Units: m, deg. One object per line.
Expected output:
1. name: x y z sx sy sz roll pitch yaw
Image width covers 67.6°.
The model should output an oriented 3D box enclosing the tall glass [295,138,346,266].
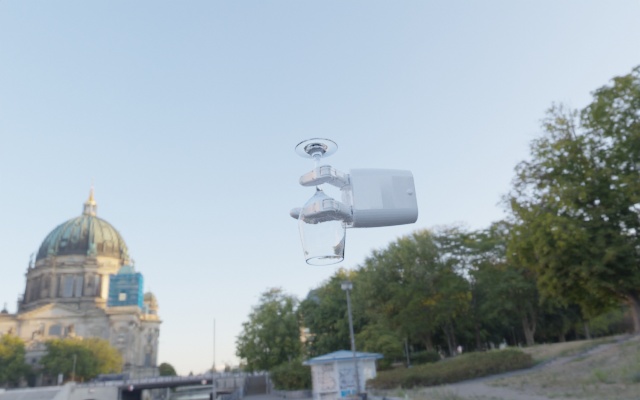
1. tall glass: 0.000 0.002 0.788 0.079 0.201 0.079 -4 -21 -1
